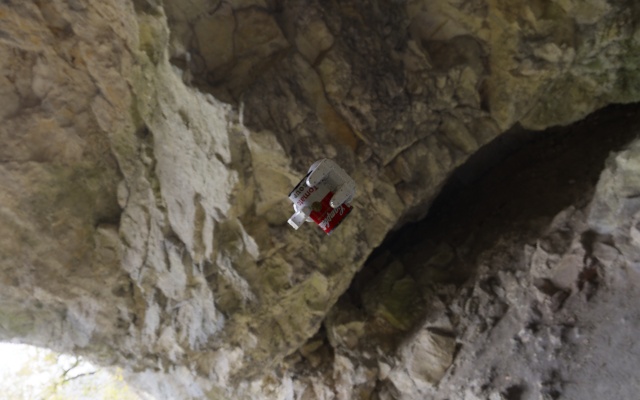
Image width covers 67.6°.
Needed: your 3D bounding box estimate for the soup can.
[{"bbox_3d":[0.000,0.003,0.859,0.102,0.068,0.068,43,-1,-1],"label":"soup can"}]
